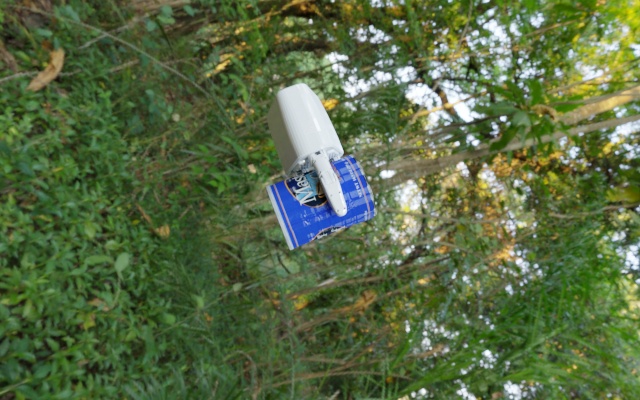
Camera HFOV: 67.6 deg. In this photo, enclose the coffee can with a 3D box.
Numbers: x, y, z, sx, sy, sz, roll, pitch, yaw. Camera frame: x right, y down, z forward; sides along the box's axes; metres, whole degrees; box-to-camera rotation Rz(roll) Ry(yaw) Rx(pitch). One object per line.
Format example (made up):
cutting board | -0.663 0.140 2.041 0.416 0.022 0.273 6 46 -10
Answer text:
coffee can | 0.000 0.003 0.723 0.140 0.103 0.103 -21 2 -5
